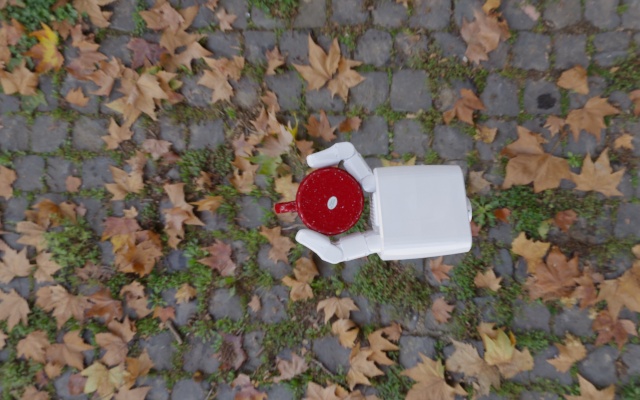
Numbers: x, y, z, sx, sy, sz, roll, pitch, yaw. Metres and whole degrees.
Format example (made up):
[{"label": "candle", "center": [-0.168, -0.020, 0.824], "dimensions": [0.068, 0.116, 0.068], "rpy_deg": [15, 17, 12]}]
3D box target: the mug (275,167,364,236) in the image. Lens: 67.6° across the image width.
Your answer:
[{"label": "mug", "center": [-0.001, 0.002, 0.603], "dimensions": [0.117, 0.093, 0.081], "rpy_deg": [-5, 0, 1]}]
